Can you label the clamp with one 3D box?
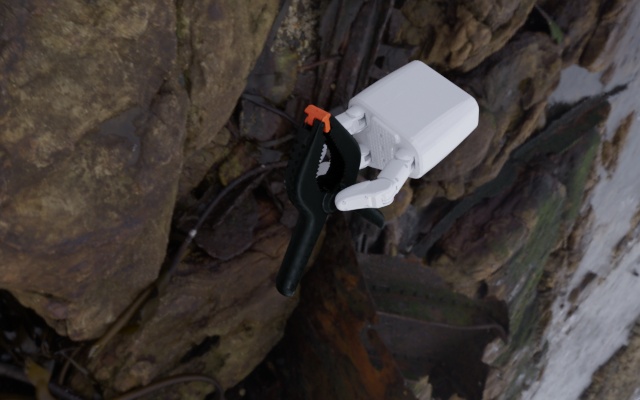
[{"bbox_3d":[0.001,0.001,0.506,0.164,0.210,0.036,-39,49,-23],"label":"clamp"}]
